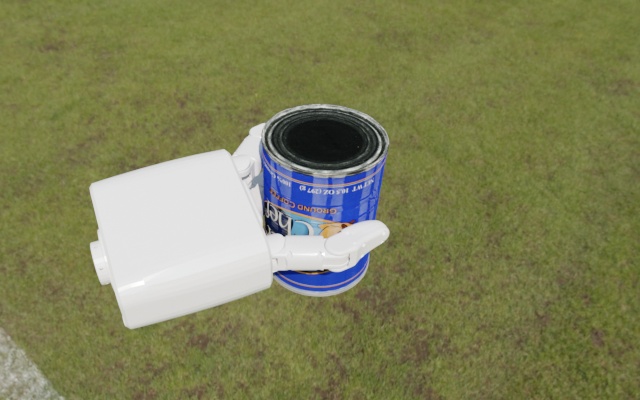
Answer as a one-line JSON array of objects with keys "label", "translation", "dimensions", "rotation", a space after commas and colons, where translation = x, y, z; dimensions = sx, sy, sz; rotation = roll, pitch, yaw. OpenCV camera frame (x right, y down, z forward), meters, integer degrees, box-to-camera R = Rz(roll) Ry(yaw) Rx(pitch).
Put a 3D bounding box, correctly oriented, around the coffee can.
[{"label": "coffee can", "translation": [0.000, 0.002, 0.425], "dimensions": [0.103, 0.140, 0.102], "rotation": [2, 40, -2]}]
